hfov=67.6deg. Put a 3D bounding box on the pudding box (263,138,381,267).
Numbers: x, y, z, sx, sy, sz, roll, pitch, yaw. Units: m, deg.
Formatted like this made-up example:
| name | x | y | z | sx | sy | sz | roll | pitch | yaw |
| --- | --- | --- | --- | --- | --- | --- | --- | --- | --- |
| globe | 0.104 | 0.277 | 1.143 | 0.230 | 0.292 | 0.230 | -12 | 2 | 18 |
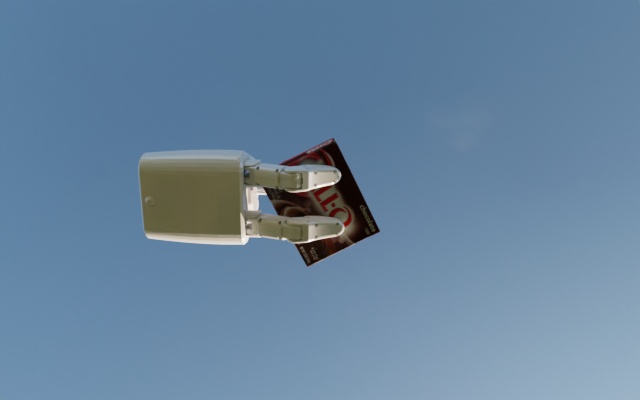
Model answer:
| name | x | y | z | sx | sy | sz | roll | pitch | yaw |
| --- | --- | --- | --- | --- | --- | --- | --- | --- | --- |
| pudding box | 0.000 | 0.002 | 0.517 | 0.090 | 0.113 | 0.039 | -26 | 15 | 6 |
